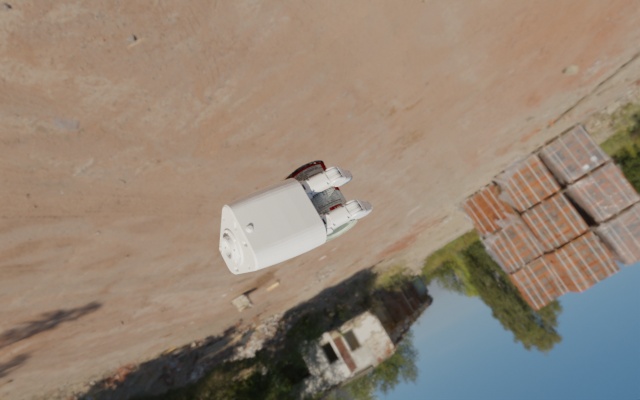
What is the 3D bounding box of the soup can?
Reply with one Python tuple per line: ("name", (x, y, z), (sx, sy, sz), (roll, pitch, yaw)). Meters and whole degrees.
("soup can", (0.001, 0.002, 0.690), (0.068, 0.102, 0.068), (-29, -15, -8))
